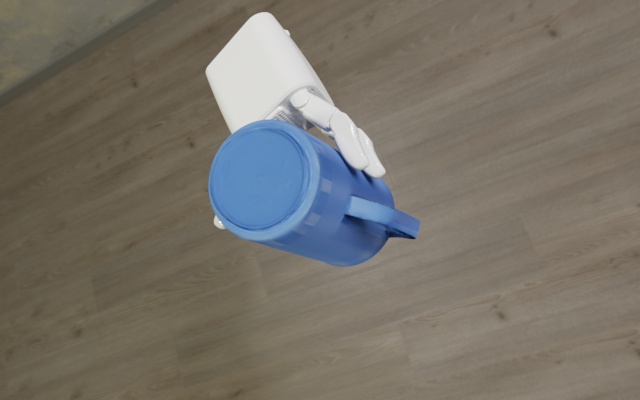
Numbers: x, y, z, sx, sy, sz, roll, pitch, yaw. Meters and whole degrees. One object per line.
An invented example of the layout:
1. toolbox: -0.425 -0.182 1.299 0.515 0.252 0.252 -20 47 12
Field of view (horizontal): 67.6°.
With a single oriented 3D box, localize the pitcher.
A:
1. pitcher: 0.000 0.002 0.508 0.149 0.145 0.243 -32 -19 13
